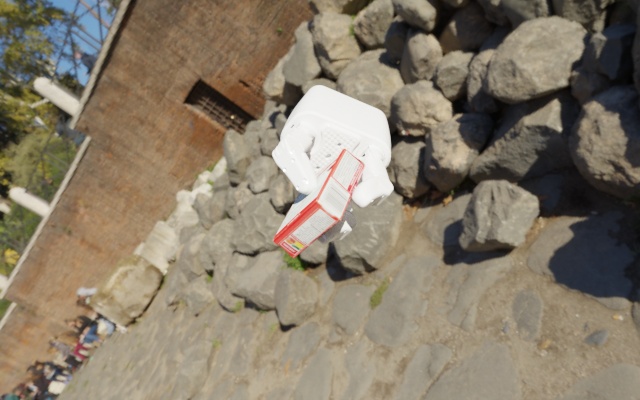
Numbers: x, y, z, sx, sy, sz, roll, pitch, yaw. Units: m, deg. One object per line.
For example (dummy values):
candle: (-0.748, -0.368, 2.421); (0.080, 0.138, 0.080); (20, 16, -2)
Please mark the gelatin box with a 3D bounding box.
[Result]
gelatin box: (0.000, 0.001, 0.445); (0.073, 0.030, 0.089); (-42, 14, 40)
